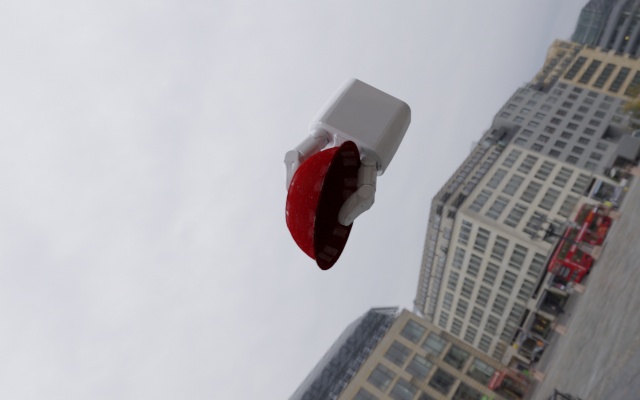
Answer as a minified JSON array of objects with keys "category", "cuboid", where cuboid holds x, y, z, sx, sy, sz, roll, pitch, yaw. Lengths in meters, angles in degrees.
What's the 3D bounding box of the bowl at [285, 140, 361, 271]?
[{"category":"bowl","cuboid":[-0.001,0.003,0.590,0.055,0.162,0.162,12,4,19]}]
